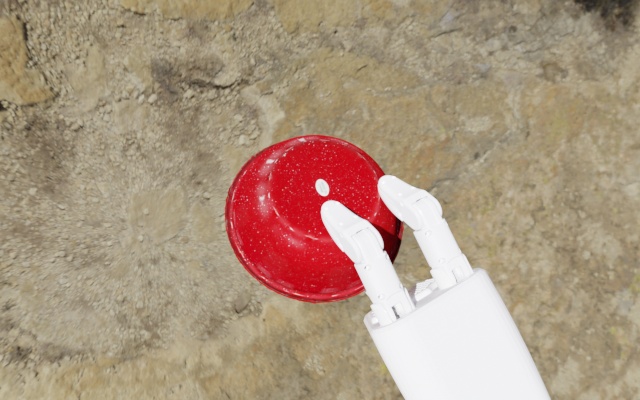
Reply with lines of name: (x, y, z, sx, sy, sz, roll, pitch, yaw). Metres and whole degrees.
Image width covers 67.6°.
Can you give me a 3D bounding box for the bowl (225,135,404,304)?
bowl: (-0.001, 0.000, 0.406, 0.162, 0.162, 0.055, 0, -25, -9)
